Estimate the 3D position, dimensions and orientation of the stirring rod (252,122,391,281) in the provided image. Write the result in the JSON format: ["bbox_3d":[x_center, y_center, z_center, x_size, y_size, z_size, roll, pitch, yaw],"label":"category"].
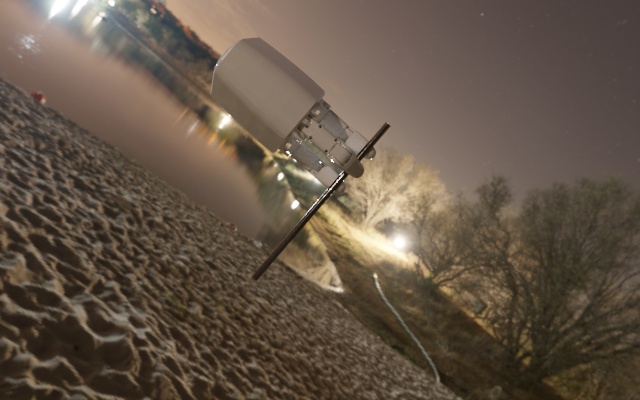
[{"bbox_3d":[0.000,0.002,0.562,0.011,0.239,0.011,41,3,-2],"label":"stirring rod"}]
